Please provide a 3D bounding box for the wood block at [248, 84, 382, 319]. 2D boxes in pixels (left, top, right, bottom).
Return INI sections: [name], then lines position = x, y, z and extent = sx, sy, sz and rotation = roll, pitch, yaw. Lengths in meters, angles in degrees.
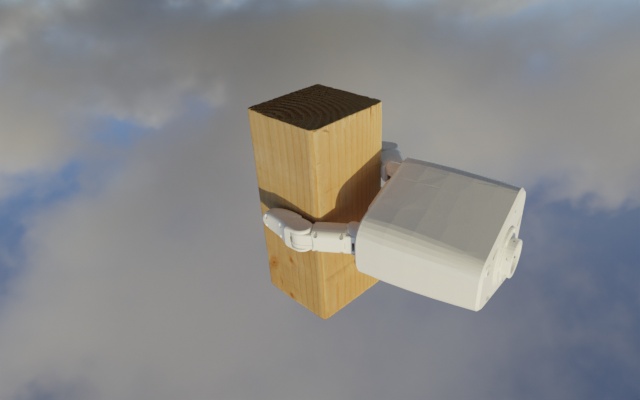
[wood block]
position = 0.000, 0.002, 0.480
extent = 0.091, 0.206, 0.090
rotation = -28, 39, -35
